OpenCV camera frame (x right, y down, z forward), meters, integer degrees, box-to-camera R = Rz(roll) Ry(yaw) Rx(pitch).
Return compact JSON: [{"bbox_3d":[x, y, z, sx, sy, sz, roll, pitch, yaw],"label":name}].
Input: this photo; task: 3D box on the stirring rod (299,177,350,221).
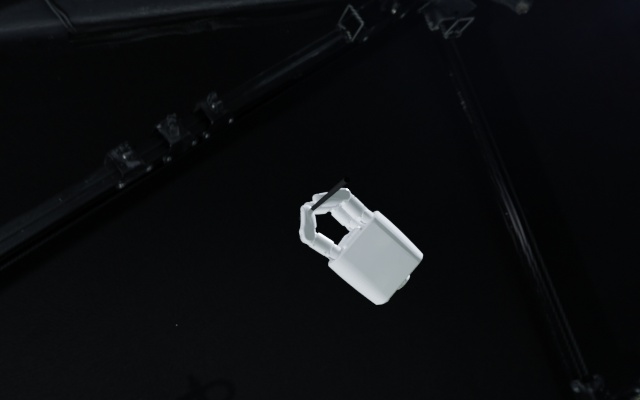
[{"bbox_3d":[0.000,0.002,0.724,0.011,0.011,0.239,0,-14,-17],"label":"stirring rod"}]
